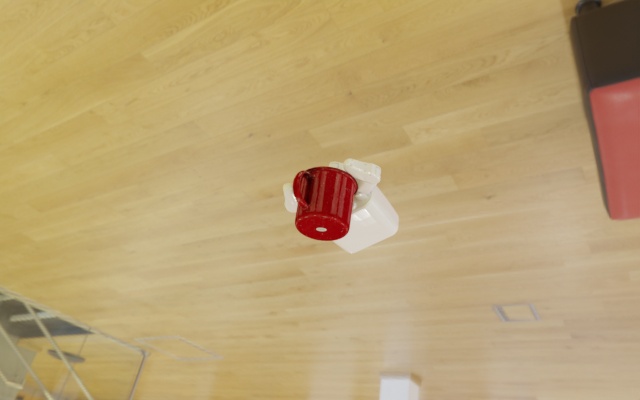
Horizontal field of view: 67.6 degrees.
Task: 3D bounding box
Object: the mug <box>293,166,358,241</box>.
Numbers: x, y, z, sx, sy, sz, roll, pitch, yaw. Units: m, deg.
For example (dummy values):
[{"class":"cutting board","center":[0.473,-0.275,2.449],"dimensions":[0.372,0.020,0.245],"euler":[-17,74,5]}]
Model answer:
[{"class":"mug","center":[-0.001,0.002,0.707],"dimensions":[0.093,0.081,0.117],"euler":[-14,-38,32]}]
